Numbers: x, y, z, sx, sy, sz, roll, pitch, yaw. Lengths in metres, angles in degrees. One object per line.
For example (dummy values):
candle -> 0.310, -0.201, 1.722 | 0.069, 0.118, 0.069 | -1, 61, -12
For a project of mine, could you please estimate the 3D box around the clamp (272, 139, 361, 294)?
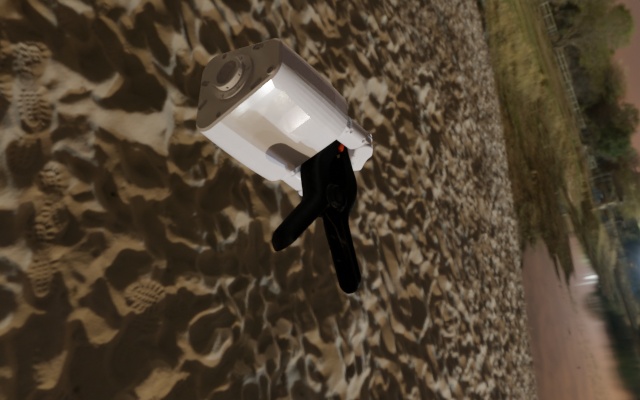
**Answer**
clamp -> 0.001, 0.001, 0.495 | 0.039, 0.171, 0.120 | -18, -32, 30
